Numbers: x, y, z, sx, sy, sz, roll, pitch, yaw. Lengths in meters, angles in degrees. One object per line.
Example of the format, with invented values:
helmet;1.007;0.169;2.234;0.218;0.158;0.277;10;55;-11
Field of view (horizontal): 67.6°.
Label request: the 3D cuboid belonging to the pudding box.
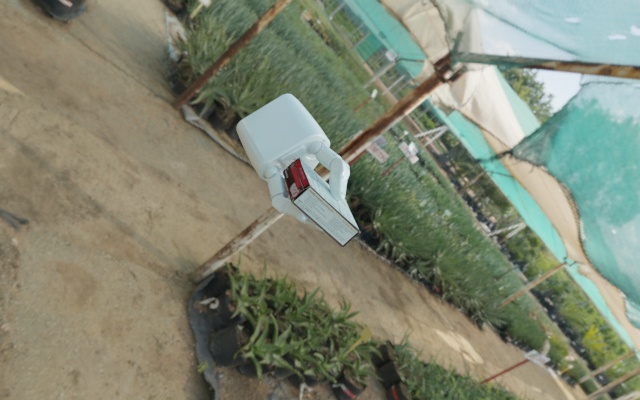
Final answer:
pudding box;0.000;0.002;0.675;0.113;0.039;0.090;41;15;-29
